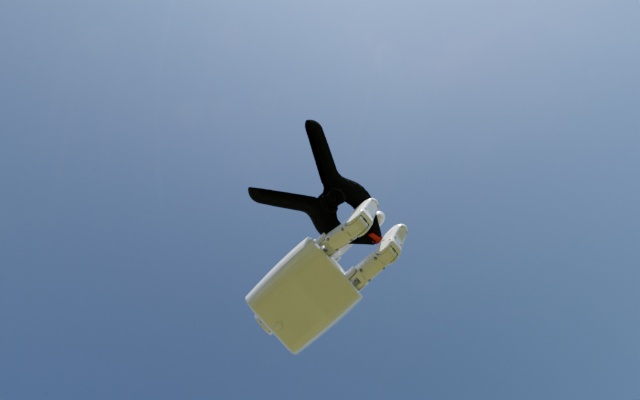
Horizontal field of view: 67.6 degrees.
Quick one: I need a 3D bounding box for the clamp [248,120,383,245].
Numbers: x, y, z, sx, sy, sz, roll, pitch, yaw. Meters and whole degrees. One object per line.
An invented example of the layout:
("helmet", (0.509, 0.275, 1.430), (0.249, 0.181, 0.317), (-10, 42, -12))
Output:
("clamp", (0.000, 0.002, 0.576), (0.120, 0.171, 0.039), (-41, 9, -7))
